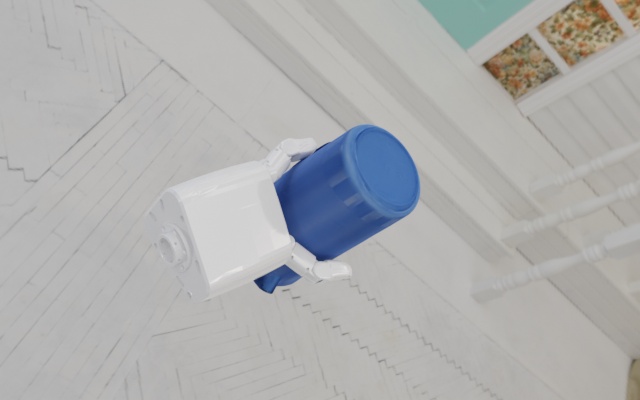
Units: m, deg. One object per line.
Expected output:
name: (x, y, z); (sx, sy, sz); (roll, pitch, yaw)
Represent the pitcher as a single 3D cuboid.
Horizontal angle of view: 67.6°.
pitcher: (0.000, 0.002, 0.580); (0.145, 0.149, 0.243); (-21, -8, -43)
